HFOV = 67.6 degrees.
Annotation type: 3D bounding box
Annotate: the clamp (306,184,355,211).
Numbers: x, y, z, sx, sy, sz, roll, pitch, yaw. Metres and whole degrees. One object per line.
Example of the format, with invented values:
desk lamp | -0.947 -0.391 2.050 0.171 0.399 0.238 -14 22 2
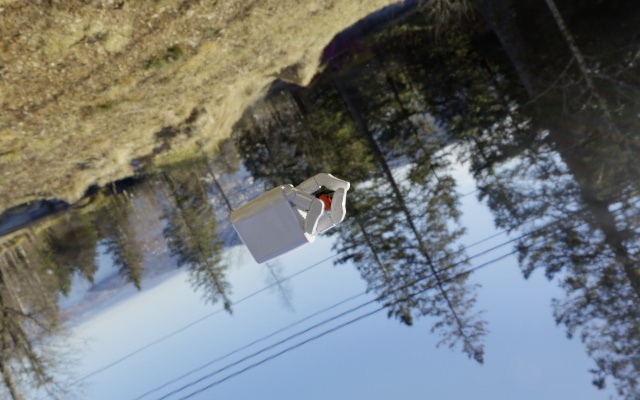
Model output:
clamp | 0.000 0.003 0.899 0.120 0.039 0.171 -26 -1 11
